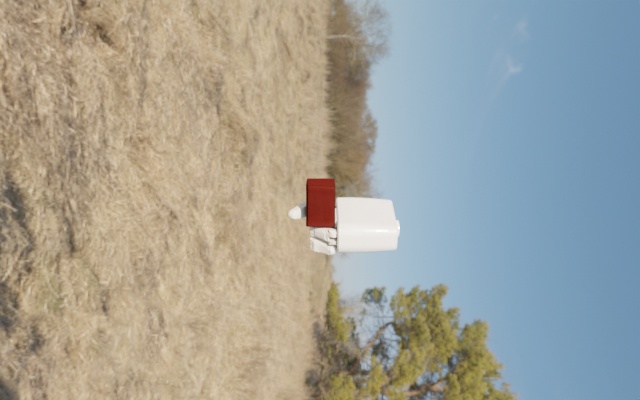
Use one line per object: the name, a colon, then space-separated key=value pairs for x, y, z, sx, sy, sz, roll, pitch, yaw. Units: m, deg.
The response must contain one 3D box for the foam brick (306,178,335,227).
foam brick: x=0.000 y=0.003 z=0.855 sx=0.051 sy=0.078 sz=0.053 roll=0 pitch=18 yaw=0
